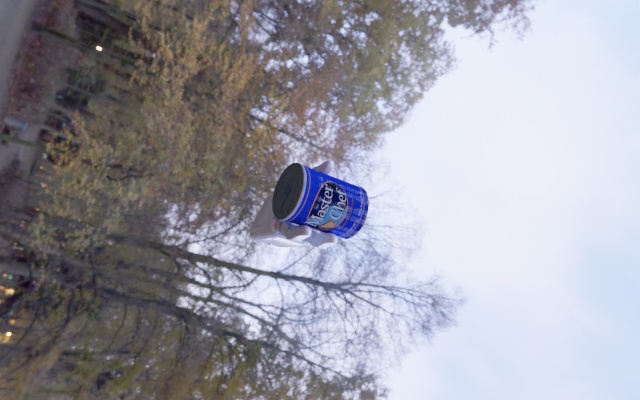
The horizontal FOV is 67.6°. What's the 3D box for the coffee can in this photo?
[{"bbox_3d":[0.000,0.003,0.848,0.140,0.103,0.103,19,-10,-30],"label":"coffee can"}]
